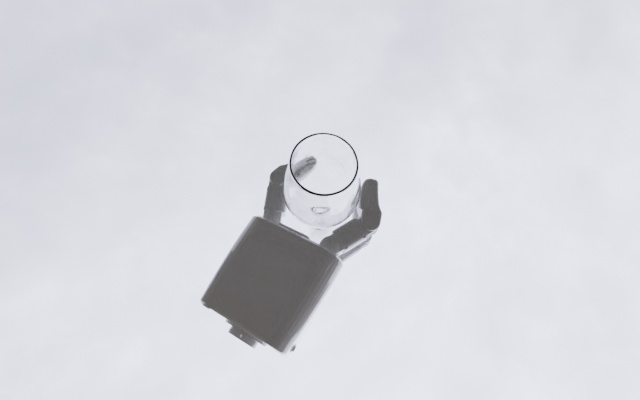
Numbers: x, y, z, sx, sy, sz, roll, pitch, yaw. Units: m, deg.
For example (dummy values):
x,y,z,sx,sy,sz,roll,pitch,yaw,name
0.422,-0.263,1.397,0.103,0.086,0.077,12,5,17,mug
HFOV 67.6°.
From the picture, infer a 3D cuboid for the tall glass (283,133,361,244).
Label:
x,y,z,sx,sy,sz,roll,pitch,yaw,name
0.000,0.002,0.514,0.079,0.079,0.201,0,-21,-2,tall glass
